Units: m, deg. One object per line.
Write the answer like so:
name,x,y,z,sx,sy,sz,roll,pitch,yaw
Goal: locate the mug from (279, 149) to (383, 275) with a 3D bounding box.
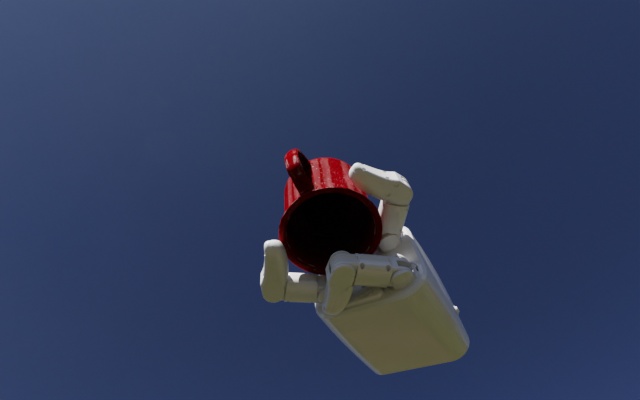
mug,-0.001,0.000,0.453,0.093,0.117,0.081,-30,27,11
